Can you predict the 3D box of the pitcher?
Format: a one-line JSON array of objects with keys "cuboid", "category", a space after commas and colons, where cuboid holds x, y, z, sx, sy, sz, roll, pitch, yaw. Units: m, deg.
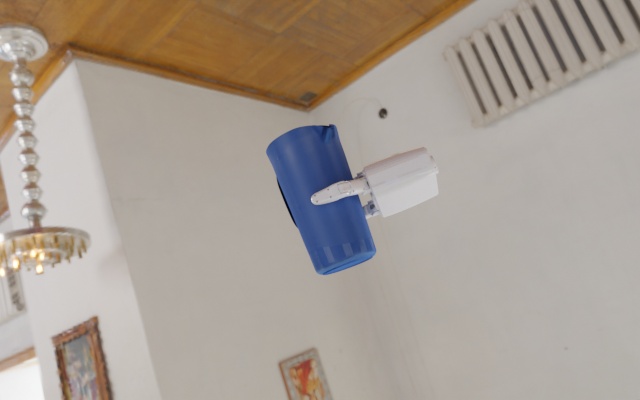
[{"cuboid": [0.000, 0.003, 0.829, 0.145, 0.242, 0.149, -21, -13, 6], "category": "pitcher"}]
